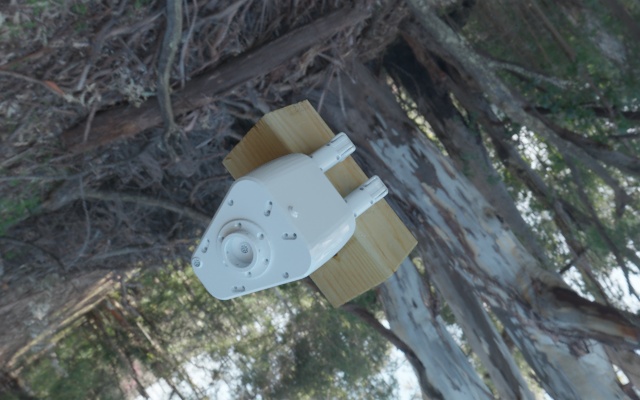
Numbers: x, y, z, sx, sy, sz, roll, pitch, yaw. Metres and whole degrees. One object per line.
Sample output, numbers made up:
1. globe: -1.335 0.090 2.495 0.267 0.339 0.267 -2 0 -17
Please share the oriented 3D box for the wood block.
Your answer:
1. wood block: 0.000 0.002 0.535 0.091 0.206 0.090 -38 -1 37
